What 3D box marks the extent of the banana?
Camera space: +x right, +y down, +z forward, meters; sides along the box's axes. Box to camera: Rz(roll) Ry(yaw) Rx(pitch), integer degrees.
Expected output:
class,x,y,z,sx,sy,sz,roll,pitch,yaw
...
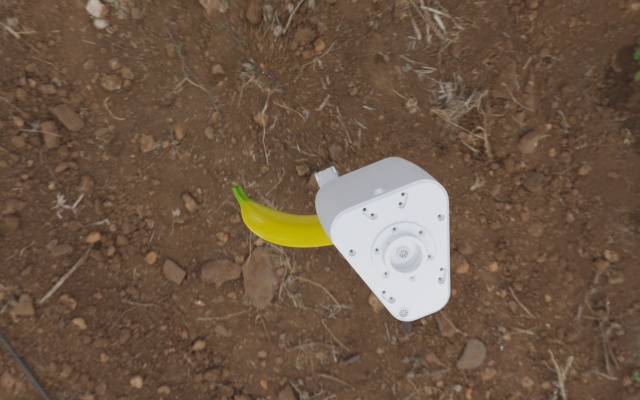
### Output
class,x,y,z,sx,sy,sz,roll,pitch,yaw
banana,-0.004,0.020,0.549,0.198,0.069,0.037,2,10,-3
